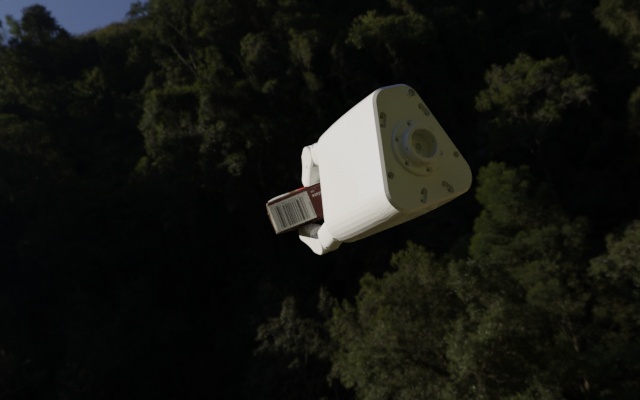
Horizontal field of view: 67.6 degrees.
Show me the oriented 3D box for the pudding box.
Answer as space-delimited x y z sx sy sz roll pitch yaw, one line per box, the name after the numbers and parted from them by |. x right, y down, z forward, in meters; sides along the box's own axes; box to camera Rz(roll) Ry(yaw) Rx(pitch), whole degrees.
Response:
0.000 0.002 0.543 0.113 0.039 0.090 -20 -4 0 | pudding box
